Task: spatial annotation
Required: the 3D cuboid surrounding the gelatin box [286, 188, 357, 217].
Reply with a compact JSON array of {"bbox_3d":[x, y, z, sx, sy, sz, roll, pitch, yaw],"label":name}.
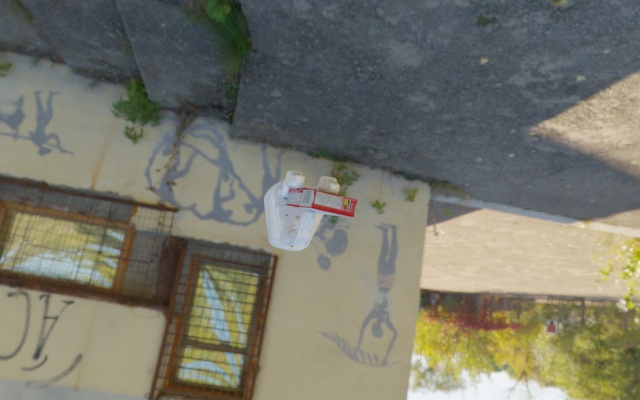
[{"bbox_3d":[0.000,0.003,0.713,0.073,0.030,0.089,14,-4,-27],"label":"gelatin box"}]
